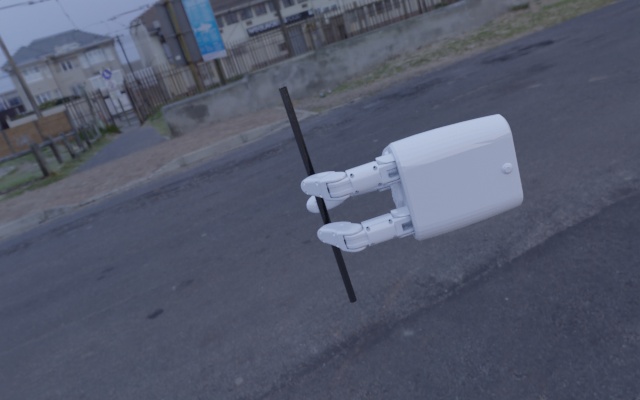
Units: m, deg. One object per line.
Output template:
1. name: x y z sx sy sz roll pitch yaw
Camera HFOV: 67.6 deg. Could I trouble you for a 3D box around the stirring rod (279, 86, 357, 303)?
1. stirring rod: 0.000 0.002 0.490 0.011 0.239 0.011 -17 18 5
